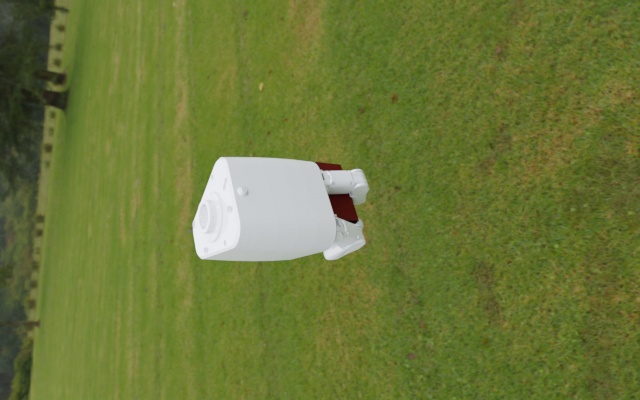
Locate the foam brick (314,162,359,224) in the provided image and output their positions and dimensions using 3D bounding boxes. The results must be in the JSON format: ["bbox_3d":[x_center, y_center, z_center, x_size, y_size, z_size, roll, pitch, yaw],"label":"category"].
[{"bbox_3d":[0.000,0.002,0.545,0.051,0.078,0.053,2,-31,-34],"label":"foam brick"}]
